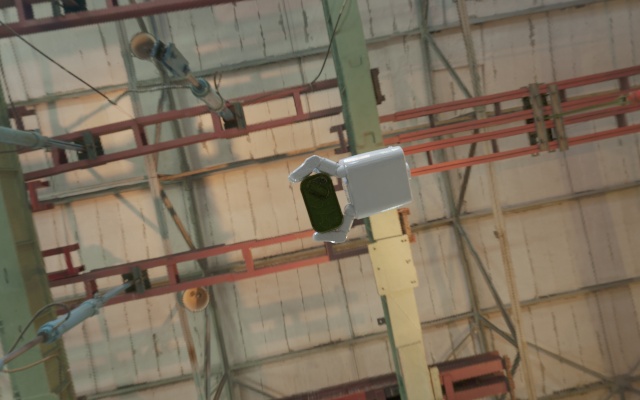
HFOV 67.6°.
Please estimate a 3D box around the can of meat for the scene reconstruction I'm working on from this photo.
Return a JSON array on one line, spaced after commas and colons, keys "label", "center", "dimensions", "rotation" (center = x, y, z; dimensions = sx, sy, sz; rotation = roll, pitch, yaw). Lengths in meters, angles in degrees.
[{"label": "can of meat", "center": [0.000, 0.003, 0.856], "dimensions": [0.057, 0.102, 0.084], "rotation": [-18, 3, -2]}]
